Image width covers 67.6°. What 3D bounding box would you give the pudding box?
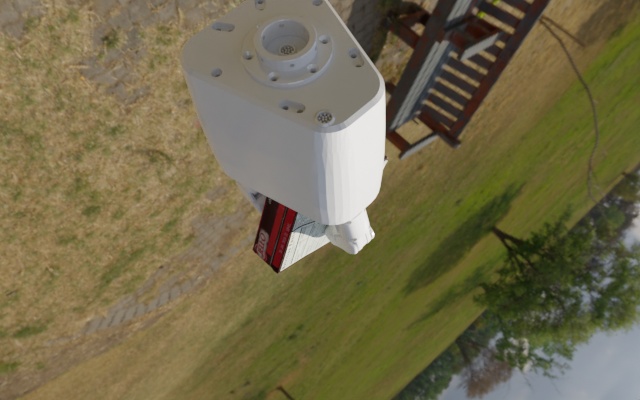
[{"bbox_3d":[0.000,0.001,0.409,0.113,0.090,0.039,-25,58,-40],"label":"pudding box"}]
